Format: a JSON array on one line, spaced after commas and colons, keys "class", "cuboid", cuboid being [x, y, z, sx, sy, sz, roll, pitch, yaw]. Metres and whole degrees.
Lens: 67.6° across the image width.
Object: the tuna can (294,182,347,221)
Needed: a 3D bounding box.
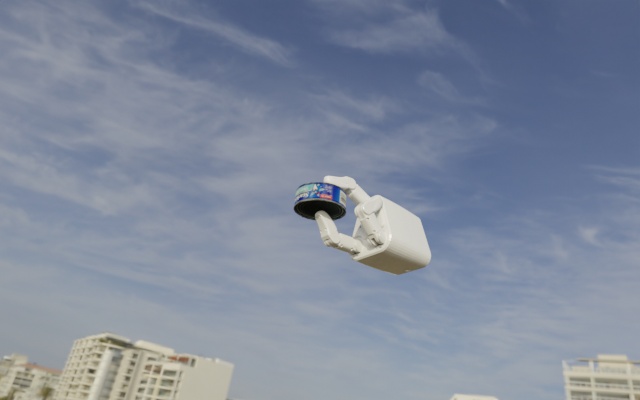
[{"class": "tuna can", "cuboid": [0.000, 0.002, 0.783, 0.086, 0.033, 0.086, 4, -25, 2]}]
